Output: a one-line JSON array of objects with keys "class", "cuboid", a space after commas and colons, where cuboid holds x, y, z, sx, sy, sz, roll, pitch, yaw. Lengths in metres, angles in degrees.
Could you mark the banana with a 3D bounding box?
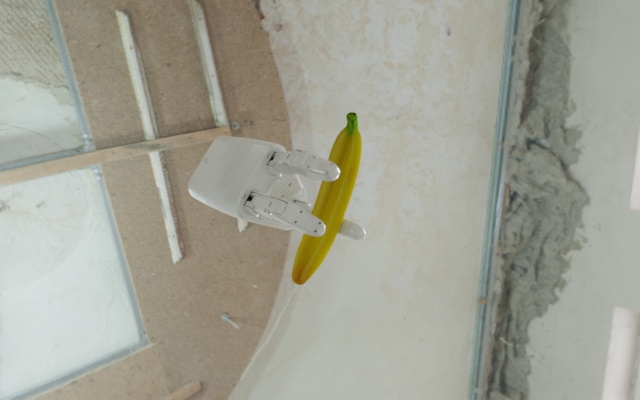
[{"class": "banana", "cuboid": [0.009, -0.001, 0.545, 0.037, 0.198, 0.069, 20, 8, 24]}]
